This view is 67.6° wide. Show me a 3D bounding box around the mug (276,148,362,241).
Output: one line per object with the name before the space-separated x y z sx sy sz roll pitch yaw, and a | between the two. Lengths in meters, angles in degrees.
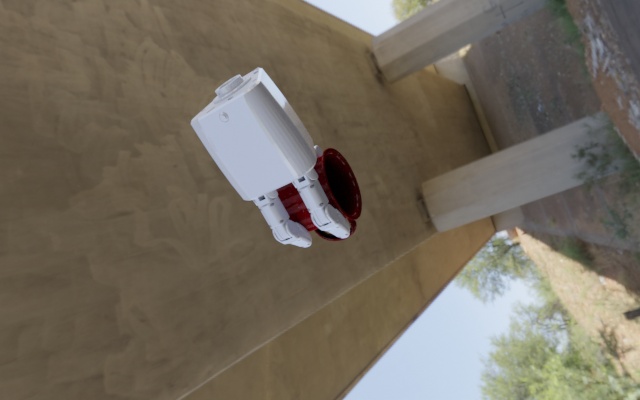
mug | 0.001 0.003 0.599 0.081 0.117 0.093 -22 24 25
